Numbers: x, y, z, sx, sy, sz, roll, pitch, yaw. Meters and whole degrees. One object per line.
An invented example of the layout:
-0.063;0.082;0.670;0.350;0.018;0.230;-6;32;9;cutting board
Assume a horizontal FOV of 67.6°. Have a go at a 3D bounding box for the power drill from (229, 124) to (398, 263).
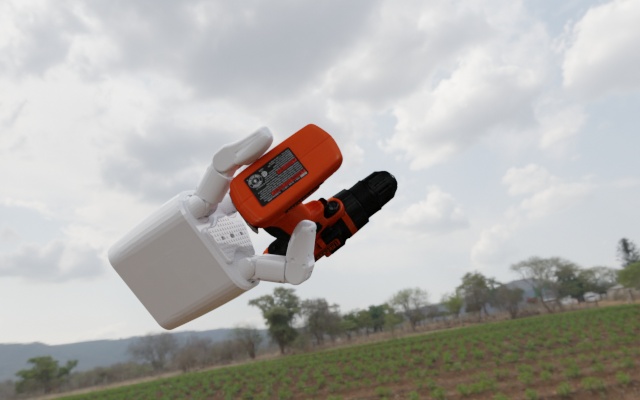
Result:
0.000;0.002;0.497;0.184;0.057;0.188;-38;-27;-5;power drill
